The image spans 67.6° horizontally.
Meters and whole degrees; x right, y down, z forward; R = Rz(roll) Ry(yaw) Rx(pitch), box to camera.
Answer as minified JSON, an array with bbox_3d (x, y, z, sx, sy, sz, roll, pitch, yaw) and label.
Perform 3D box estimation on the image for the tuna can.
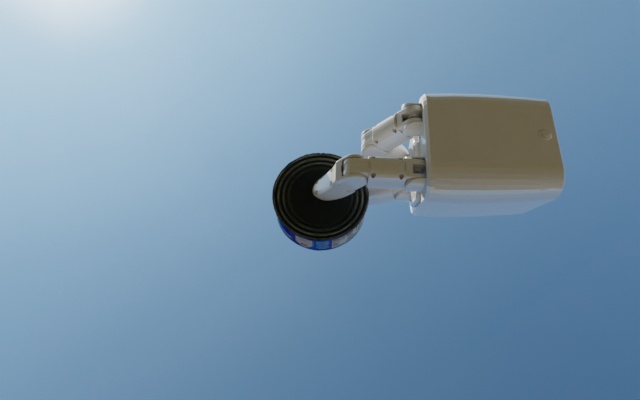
[{"bbox_3d":[0.000,0.002,0.437,0.086,0.086,0.034,0,-24,0],"label":"tuna can"}]
